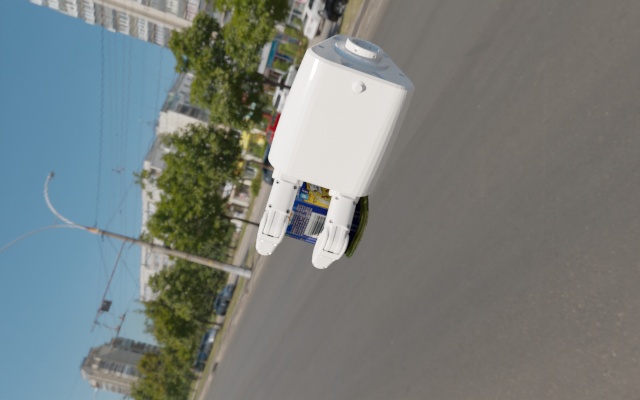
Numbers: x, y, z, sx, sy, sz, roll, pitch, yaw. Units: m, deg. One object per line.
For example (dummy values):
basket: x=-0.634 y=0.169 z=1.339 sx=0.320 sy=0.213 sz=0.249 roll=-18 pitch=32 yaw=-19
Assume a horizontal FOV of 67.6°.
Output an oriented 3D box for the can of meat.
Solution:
can of meat: x=0.000 y=0.001 z=0.489 sx=0.084 sy=0.057 sz=0.102 roll=17 pitch=34 yaw=-8
